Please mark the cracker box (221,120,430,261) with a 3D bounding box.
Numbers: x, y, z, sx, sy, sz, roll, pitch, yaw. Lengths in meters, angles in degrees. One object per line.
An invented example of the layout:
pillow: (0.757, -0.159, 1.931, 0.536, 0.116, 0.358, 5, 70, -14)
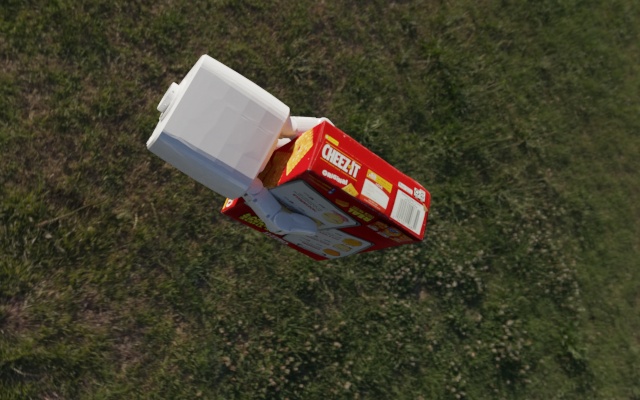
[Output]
cracker box: (0.000, 0.002, 0.586, 0.164, 0.072, 0.214, 30, -27, -25)
